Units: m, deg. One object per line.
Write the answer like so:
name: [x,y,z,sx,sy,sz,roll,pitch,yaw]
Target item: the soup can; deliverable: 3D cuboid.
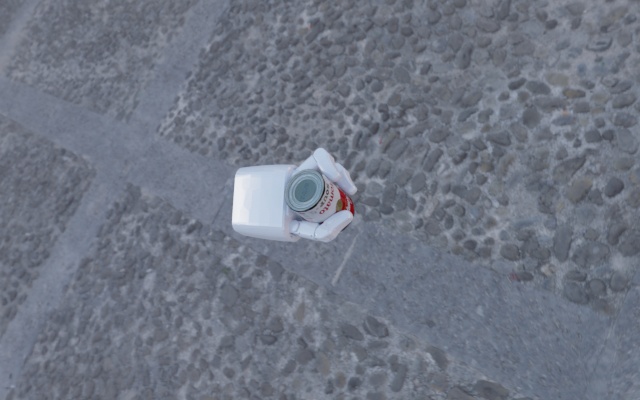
soup can: [0.000,0.002,0.715,0.068,0.068,0.102,0,-21,30]
